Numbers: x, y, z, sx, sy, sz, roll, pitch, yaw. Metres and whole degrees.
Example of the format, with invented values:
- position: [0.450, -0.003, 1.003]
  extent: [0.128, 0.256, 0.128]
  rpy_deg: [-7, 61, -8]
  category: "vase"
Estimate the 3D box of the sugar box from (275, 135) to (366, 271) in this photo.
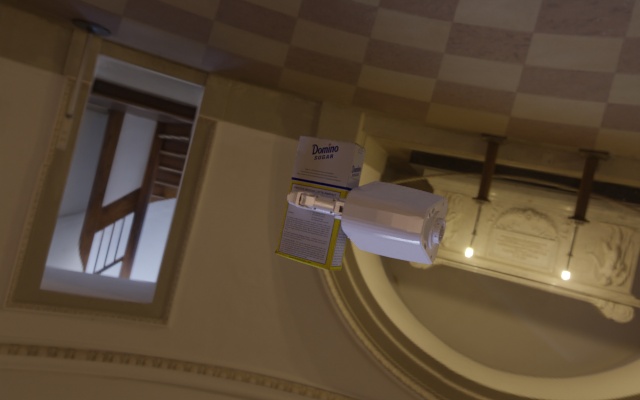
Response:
- position: [0.000, 0.002, 0.675]
  extent: [0.093, 0.176, 0.048]
  rpy_deg: [13, -2, 28]
  category: "sugar box"
